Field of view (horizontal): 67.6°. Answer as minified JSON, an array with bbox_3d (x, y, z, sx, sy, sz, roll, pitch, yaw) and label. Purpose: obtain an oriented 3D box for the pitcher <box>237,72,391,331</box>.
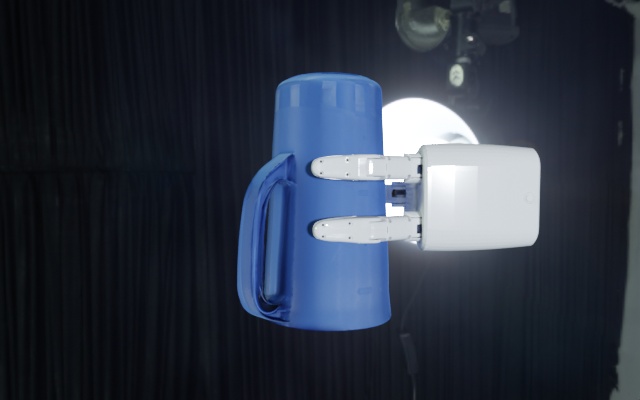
[{"bbox_3d":[0.000,0.002,0.481,0.145,0.243,0.149,0,1,1],"label":"pitcher"}]
